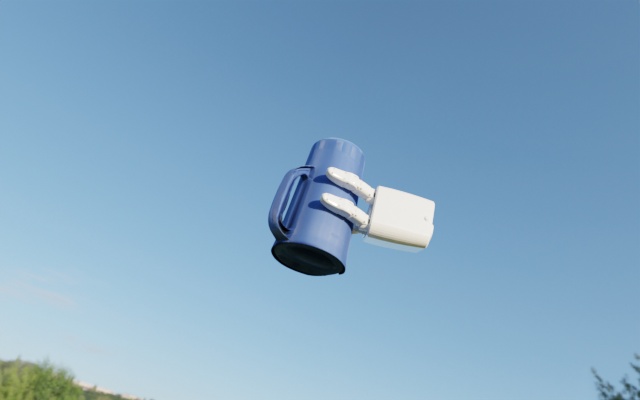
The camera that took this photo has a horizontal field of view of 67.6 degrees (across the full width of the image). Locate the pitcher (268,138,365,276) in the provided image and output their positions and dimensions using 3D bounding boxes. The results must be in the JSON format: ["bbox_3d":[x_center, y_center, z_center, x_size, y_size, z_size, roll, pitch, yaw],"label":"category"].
[{"bbox_3d":[0.000,0.003,0.864,0.145,0.242,0.149,14,-29,4],"label":"pitcher"}]
